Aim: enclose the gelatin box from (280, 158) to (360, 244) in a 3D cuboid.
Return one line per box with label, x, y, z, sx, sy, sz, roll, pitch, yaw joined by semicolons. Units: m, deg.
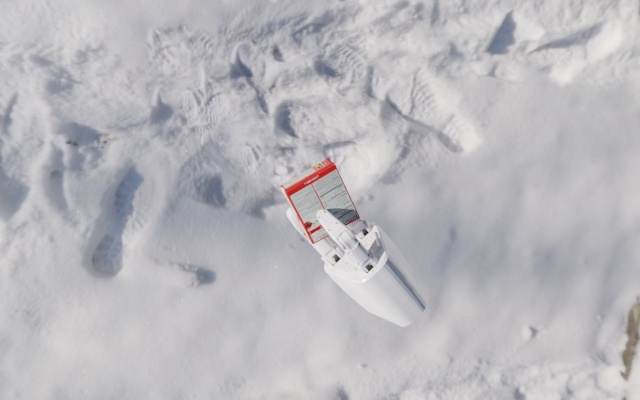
gelatin box;0.000;0.002;0.618;0.073;0.089;0.030;-30;27;-7
